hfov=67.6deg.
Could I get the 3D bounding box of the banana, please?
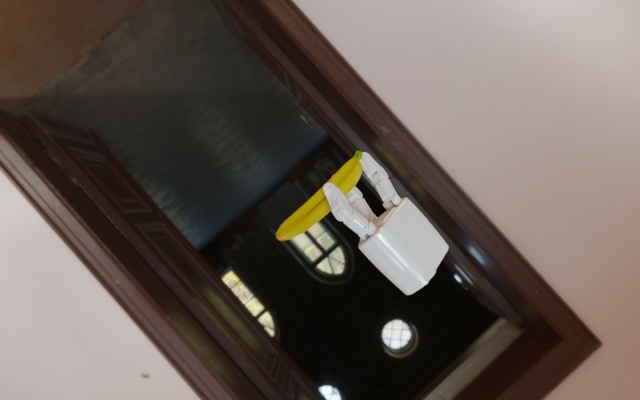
[{"bbox_3d":[0.002,0.003,0.750,0.198,0.037,0.069,-44,4,8],"label":"banana"}]
